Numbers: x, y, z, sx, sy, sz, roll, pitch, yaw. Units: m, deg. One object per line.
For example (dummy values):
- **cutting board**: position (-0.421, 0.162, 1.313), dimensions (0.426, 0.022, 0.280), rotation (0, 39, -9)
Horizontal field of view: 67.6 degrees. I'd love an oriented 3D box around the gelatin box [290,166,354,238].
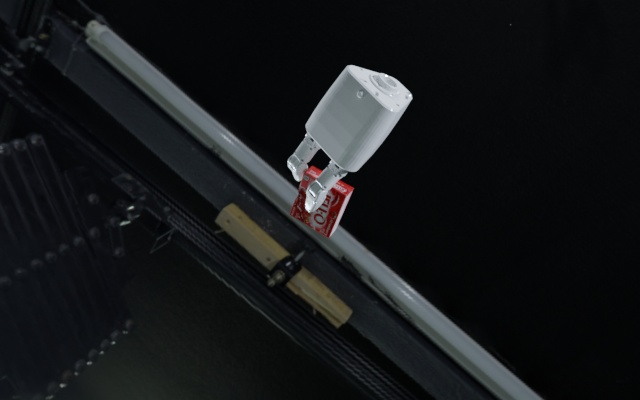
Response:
- **gelatin box**: position (0.000, 0.002, 0.721), dimensions (0.073, 0.089, 0.030), rotation (30, 38, 11)
